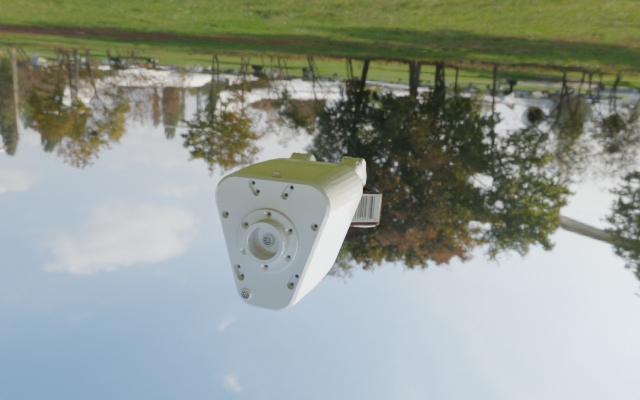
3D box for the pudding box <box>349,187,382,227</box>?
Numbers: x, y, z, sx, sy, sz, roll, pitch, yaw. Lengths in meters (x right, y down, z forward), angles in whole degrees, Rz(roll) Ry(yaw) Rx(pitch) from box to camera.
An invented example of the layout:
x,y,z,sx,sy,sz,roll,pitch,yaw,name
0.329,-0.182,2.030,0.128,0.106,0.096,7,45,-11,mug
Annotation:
x,y,z,sx,sy,sz,roll,pitch,yaw,name
0.000,0.002,0.527,0.113,0.039,0.090,3,8,-13,pudding box
